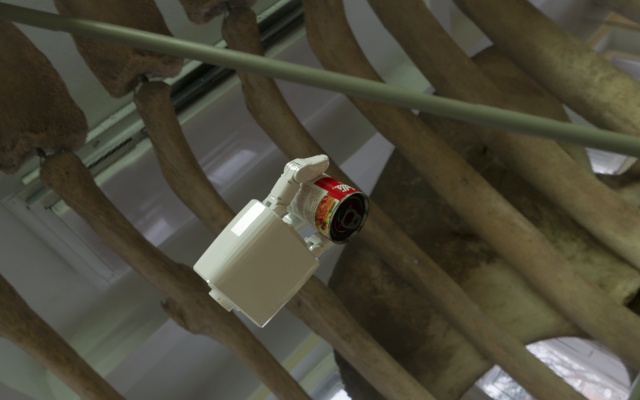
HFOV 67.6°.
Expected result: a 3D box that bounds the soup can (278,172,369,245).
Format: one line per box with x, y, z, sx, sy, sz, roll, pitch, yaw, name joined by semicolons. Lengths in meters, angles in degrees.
0.000;0.001;0.590;0.102;0.068;0.068;30;19;38;soup can
